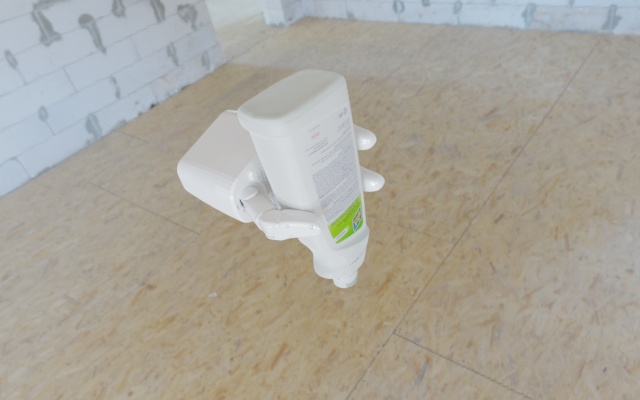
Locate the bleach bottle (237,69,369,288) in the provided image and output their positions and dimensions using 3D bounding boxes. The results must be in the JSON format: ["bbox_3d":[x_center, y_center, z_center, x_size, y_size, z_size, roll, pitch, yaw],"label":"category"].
[{"bbox_3d":[0.000,0.002,0.492,0.068,0.251,0.102,23,51,39],"label":"bleach bottle"}]
